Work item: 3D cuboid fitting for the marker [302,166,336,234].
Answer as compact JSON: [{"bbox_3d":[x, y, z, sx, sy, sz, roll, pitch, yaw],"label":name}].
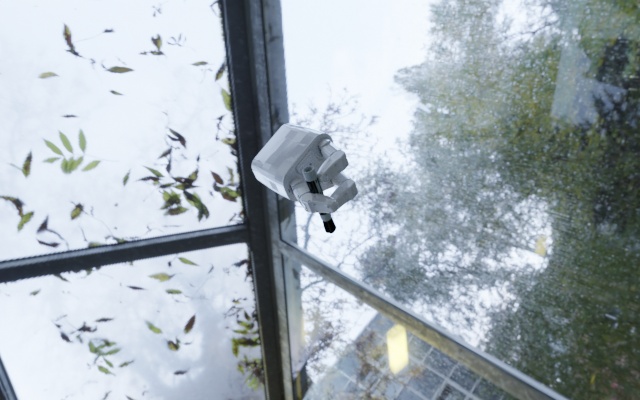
[{"bbox_3d":[0.000,0.002,0.707,0.020,0.121,0.020,-14,36,10],"label":"marker"}]
